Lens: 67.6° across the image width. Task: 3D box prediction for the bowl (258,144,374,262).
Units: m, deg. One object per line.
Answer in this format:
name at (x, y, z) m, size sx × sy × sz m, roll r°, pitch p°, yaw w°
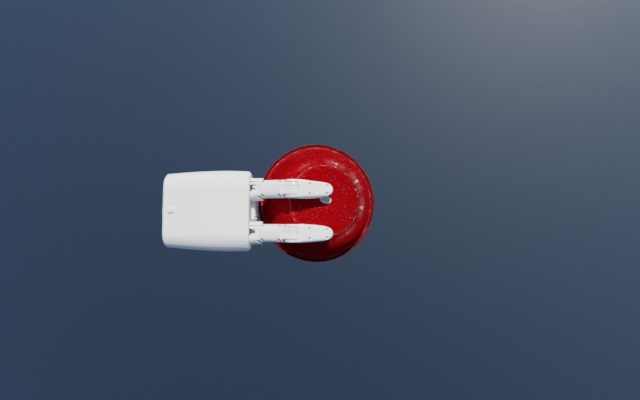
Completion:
bowl at (0.001, 0.002, 0.631) m, size 0.162 × 0.162 × 0.055 m, roll 0°, pitch -3°, yaw -11°
